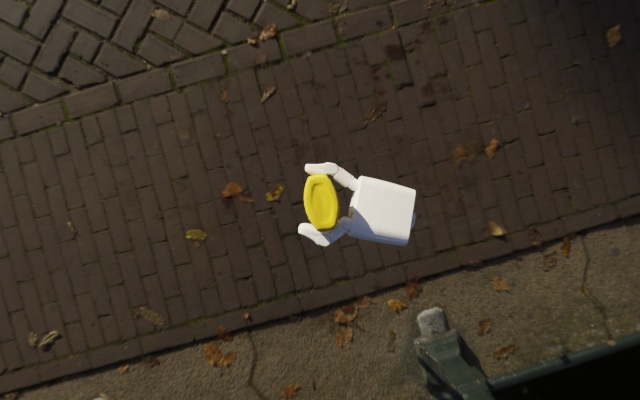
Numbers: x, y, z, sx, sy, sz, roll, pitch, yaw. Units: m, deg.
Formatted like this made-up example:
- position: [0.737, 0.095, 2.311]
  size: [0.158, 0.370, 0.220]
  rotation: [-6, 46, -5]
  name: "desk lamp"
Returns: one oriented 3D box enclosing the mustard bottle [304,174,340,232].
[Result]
- position: [0.000, 0.003, 0.882]
  size: [0.058, 0.096, 0.191]
  rotation: [-12, 1, -1]
  name: "mustard bottle"
